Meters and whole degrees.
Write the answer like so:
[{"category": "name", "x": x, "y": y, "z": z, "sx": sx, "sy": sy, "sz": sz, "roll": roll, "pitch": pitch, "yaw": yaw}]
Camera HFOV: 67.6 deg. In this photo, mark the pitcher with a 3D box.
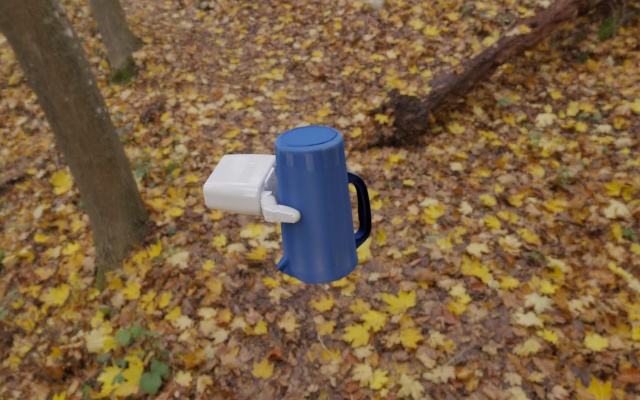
[{"category": "pitcher", "x": 0.000, "y": 0.003, "z": 0.797, "sx": 0.145, "sy": 0.243, "sz": 0.149, "roll": 4, "pitch": 29, "yaw": 17}]
